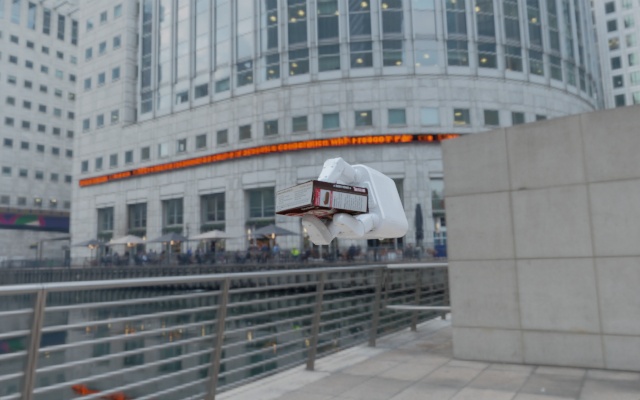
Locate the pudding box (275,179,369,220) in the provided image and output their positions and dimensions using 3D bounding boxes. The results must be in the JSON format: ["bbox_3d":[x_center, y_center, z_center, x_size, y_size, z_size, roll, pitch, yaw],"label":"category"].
[{"bbox_3d":[0.000,0.002,0.664,0.090,0.039,0.113,7,-13,-29],"label":"pudding box"}]
